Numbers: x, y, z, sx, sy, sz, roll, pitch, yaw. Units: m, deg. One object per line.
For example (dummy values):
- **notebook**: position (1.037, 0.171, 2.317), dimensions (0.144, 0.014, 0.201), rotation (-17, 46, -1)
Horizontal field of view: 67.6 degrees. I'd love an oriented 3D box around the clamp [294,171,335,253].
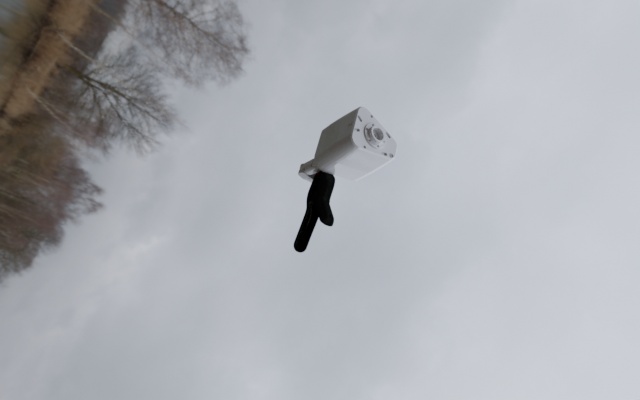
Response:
- **clamp**: position (0.001, 0.003, 0.867), dimensions (0.039, 0.171, 0.120), rotation (26, -32, -24)
